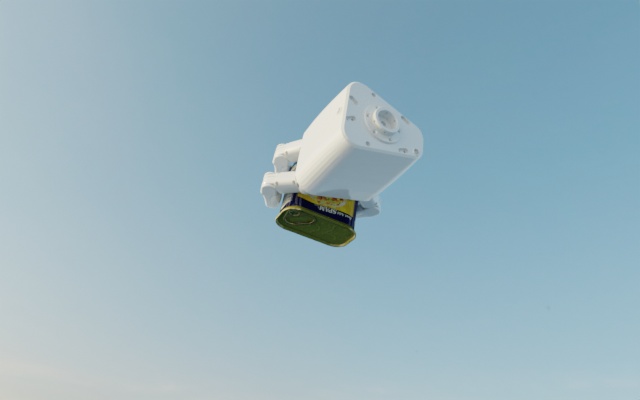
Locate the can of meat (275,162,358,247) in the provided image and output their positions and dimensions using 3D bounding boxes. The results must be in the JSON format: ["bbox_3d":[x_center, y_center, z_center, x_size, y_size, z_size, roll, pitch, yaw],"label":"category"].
[{"bbox_3d":[0.000,0.002,0.626,0.102,0.084,0.057,22,-34,-17],"label":"can of meat"}]
